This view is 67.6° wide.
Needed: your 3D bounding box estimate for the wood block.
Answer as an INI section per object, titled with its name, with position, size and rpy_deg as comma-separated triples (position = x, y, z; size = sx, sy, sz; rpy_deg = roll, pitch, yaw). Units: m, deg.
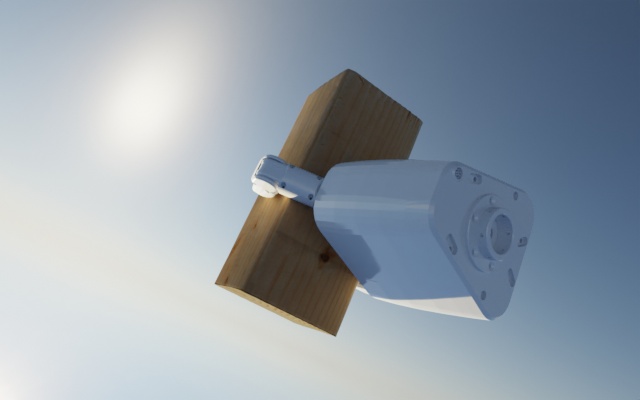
[wood block]
position = 0.000, 0.001, 0.429
size = 0.091, 0.206, 0.090
rpy_deg = 31, -18, -20
